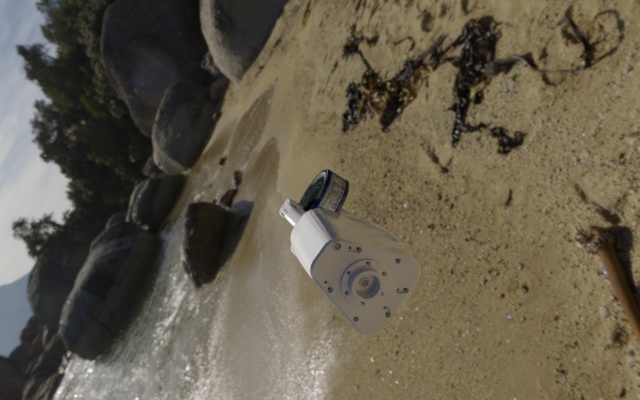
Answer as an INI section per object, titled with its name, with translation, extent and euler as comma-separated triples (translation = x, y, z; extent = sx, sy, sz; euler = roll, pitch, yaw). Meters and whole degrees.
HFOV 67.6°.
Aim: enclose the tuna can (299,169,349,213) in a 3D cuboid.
[tuna can]
translation = 0.000, 0.002, 0.628
extent = 0.034, 0.086, 0.086
euler = 31, -8, -14
